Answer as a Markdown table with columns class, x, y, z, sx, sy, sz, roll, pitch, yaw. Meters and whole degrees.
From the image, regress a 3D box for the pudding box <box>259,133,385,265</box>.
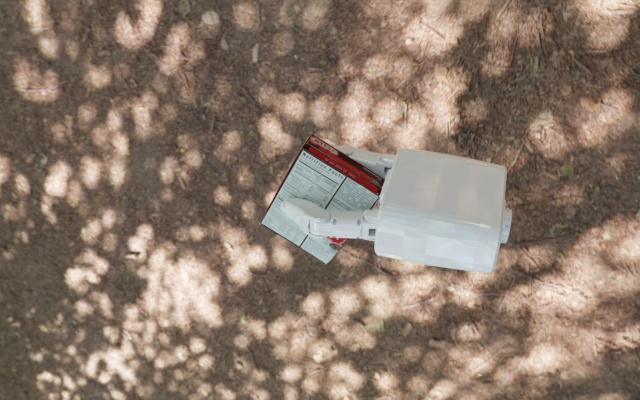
| class | x | y | z | sx | sy | sz | roll | pitch | yaw |
| --- | --- | --- | --- | --- | --- | --- | --- | --- | --- |
| pudding box | 0.000 | 0.002 | 0.489 | 0.090 | 0.113 | 0.039 | 32 | 34 | -1 |
